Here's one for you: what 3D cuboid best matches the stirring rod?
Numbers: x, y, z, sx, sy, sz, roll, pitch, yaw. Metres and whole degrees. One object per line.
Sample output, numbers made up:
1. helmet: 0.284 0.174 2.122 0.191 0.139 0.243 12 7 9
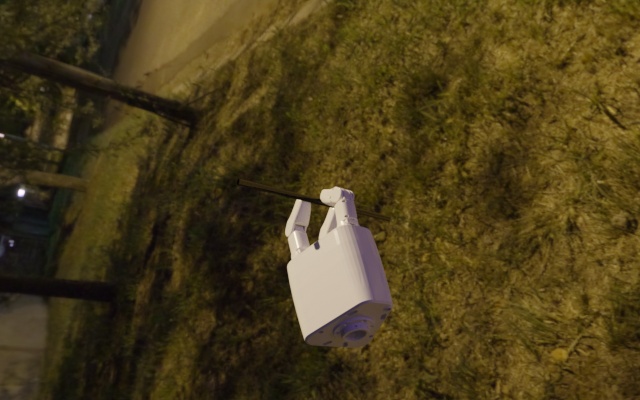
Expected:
1. stirring rod: 0.000 0.002 0.646 0.239 0.011 0.011 14 -7 -30
